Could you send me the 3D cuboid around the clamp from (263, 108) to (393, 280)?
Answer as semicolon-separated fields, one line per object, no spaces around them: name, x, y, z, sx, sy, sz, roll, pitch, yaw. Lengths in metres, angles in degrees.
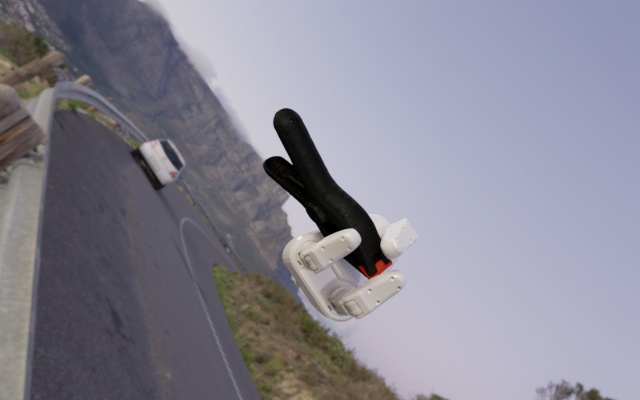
clamp;0.001;0.001;0.458;0.039;0.171;0.120;-33;0;-14
